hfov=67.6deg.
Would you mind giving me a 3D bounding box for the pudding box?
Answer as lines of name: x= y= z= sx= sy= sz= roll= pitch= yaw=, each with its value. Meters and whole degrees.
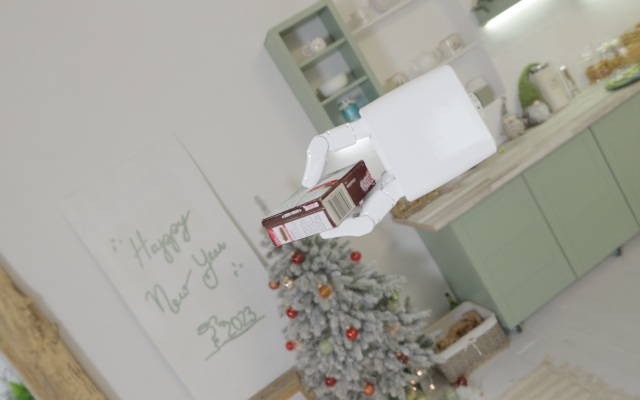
pudding box: x=0.000 y=0.002 z=0.537 sx=0.090 sy=0.039 sz=0.113 roll=-22 pitch=12 yaw=36
